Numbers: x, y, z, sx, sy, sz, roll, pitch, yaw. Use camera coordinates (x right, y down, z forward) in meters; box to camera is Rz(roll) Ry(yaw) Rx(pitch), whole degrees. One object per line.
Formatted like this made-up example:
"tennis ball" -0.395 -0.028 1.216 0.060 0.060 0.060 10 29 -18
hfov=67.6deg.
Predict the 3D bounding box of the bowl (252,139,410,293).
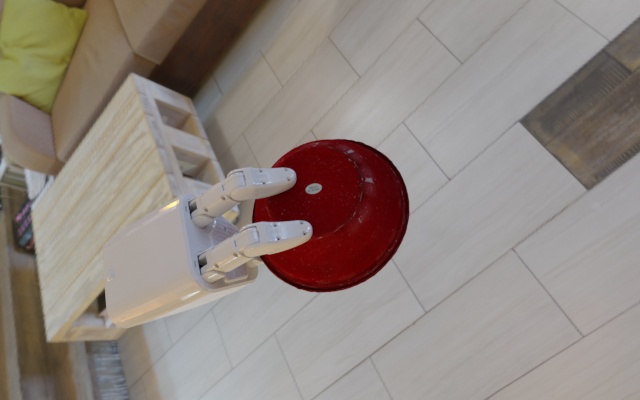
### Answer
"bowl" 0.001 0.001 0.449 0.162 0.162 0.055 0 -22 17
